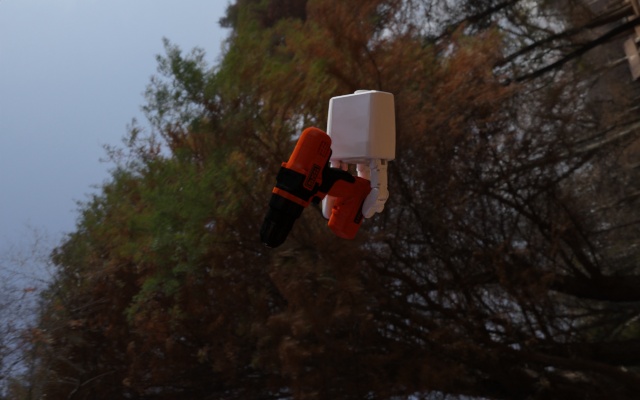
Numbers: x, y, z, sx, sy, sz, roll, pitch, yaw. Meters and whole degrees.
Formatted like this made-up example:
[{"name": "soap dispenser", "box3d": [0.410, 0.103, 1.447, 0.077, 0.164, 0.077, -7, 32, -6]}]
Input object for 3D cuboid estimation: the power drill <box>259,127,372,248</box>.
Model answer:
[{"name": "power drill", "box3d": [0.000, 0.002, 0.738, 0.057, 0.184, 0.188, 25, -2, 37]}]
